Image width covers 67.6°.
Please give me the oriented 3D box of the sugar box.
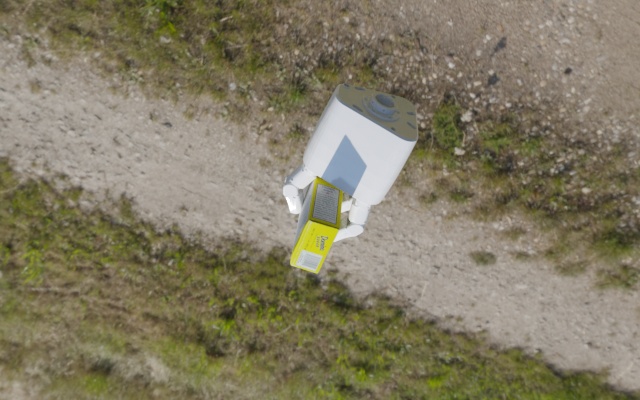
[{"bbox_3d":[0.001,0.002,0.659,0.048,0.093,0.176,19,42,-6],"label":"sugar box"}]
